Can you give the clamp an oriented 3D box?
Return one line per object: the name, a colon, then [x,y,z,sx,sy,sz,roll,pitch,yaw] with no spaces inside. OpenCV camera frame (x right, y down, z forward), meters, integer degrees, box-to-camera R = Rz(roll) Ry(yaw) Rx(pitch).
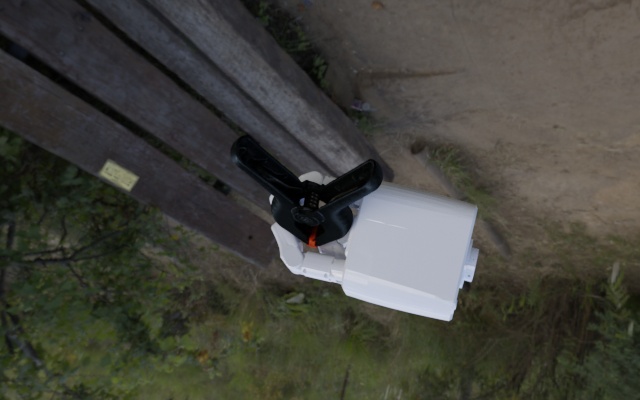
clamp: [0.000,0.002,0.428,0.120,0.039,0.171,13,-22,18]
